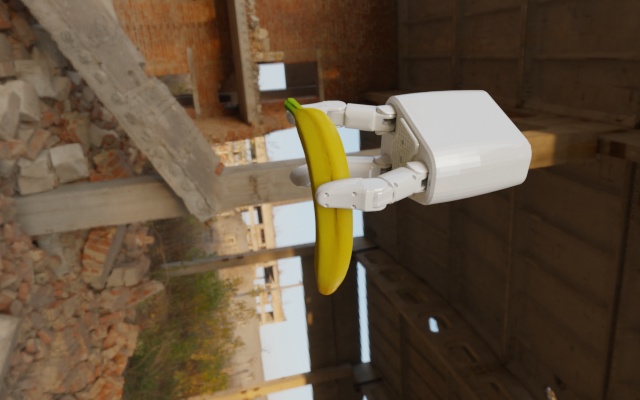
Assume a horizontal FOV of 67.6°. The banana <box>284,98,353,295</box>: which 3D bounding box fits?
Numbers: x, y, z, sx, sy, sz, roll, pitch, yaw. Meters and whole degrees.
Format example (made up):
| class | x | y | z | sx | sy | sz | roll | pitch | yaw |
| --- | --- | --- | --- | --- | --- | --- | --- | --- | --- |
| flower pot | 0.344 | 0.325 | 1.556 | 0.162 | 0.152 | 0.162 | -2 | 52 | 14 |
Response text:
| class | x | y | z | sx | sy | sz | roll | pitch | yaw |
| --- | --- | --- | --- | --- | --- | --- | --- | --- | --- |
| banana | 0.006 | 0.000 | 0.446 | 0.037 | 0.198 | 0.069 | -11 | 9 | -18 |
